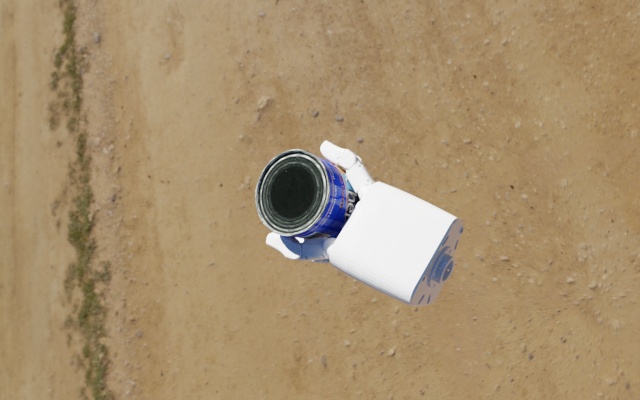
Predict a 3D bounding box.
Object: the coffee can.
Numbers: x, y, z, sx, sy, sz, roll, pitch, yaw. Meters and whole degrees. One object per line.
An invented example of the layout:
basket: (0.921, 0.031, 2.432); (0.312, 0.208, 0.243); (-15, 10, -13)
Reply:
coffee can: (0.000, 0.002, 0.609); (0.103, 0.103, 0.140); (0, -10, 30)
